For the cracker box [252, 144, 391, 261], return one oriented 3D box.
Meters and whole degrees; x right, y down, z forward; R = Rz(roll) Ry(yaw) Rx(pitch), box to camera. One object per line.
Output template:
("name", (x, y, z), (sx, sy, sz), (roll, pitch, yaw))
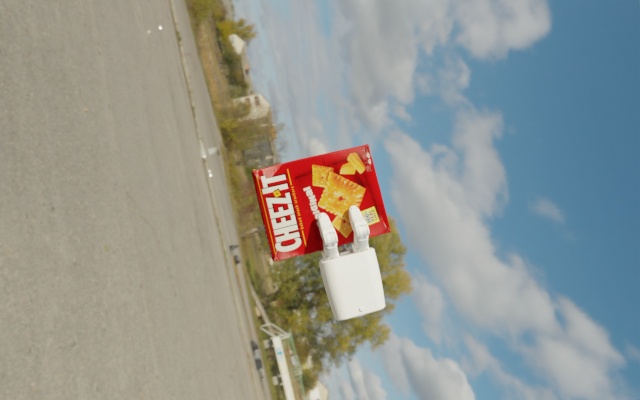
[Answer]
("cracker box", (0.000, 0.003, 0.847), (0.213, 0.164, 0.072), (-13, 0, -8))
